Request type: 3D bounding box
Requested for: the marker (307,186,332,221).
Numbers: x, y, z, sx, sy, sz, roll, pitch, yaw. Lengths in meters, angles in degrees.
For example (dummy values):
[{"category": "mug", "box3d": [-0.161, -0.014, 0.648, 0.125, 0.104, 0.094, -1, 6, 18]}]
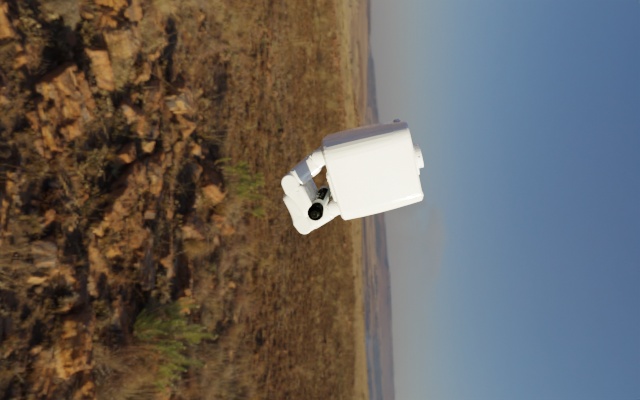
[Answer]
[{"category": "marker", "box3d": [0.000, 0.002, 0.603, 0.020, 0.020, 0.121, 0, 13, 7]}]
